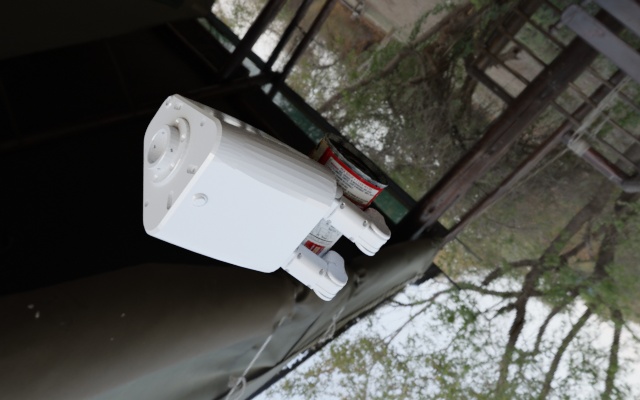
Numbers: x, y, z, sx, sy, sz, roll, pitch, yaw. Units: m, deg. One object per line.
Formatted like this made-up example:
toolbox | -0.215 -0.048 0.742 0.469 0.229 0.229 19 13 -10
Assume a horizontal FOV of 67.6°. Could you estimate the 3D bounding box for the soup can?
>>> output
soup can | 0.000 0.002 0.416 0.068 0.102 0.068 36 18 -13
